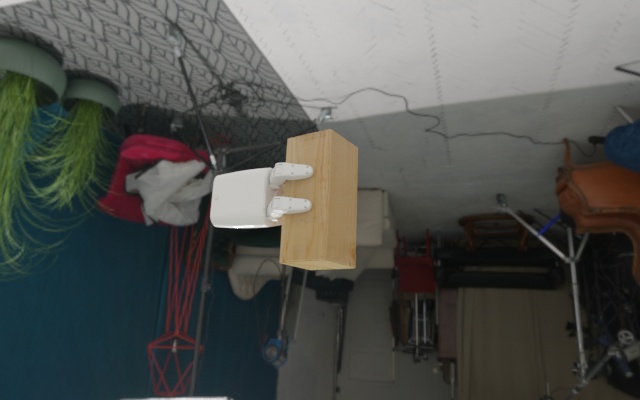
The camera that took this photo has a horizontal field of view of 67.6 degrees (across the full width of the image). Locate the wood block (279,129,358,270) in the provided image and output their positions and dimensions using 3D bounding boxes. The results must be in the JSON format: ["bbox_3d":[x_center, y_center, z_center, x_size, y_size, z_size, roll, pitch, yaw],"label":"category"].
[{"bbox_3d":[0.000,0.003,0.772,0.090,0.206,0.091,-8,-19,32],"label":"wood block"}]
